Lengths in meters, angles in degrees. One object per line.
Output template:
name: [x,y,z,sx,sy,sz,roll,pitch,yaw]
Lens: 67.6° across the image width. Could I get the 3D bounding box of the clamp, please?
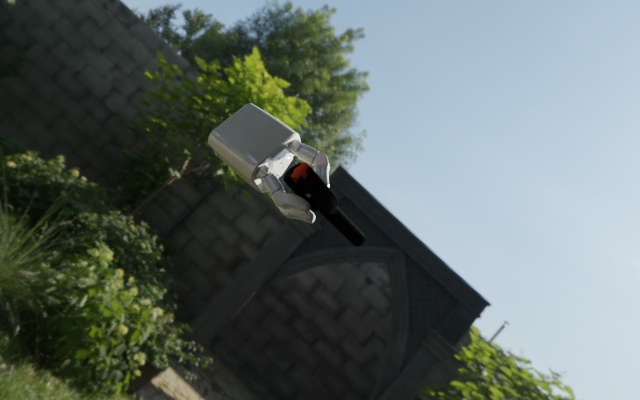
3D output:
clamp: [0.000,0.002,0.755,0.164,0.036,0.210,34,-12,16]
